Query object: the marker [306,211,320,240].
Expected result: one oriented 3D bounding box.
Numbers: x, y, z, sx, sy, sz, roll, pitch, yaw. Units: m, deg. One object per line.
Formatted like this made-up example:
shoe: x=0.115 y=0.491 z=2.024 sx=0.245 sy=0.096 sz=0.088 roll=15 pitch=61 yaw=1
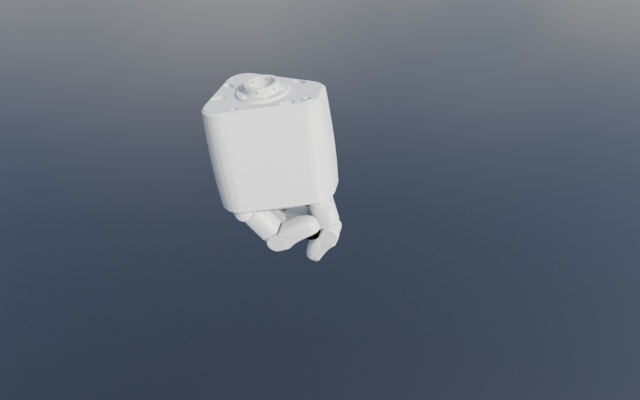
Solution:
marker: x=0.000 y=0.002 z=0.547 sx=0.020 sy=0.020 sz=0.121 roll=0 pitch=37 yaw=14
